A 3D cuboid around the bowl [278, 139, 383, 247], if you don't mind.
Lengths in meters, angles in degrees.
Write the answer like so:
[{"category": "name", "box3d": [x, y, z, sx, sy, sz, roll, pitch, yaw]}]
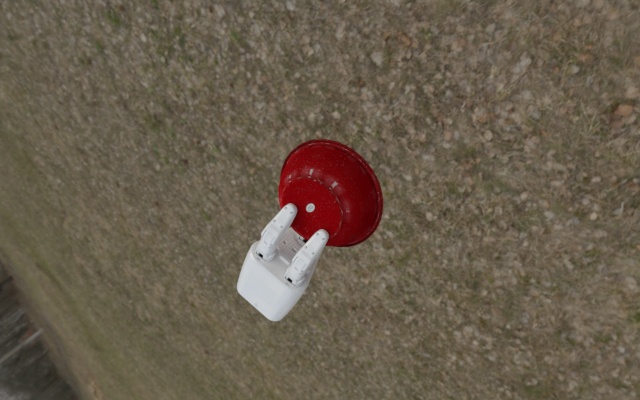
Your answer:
[{"category": "bowl", "box3d": [0.000, 0.001, 0.642, 0.162, 0.162, 0.055, 0, 22, 31]}]
